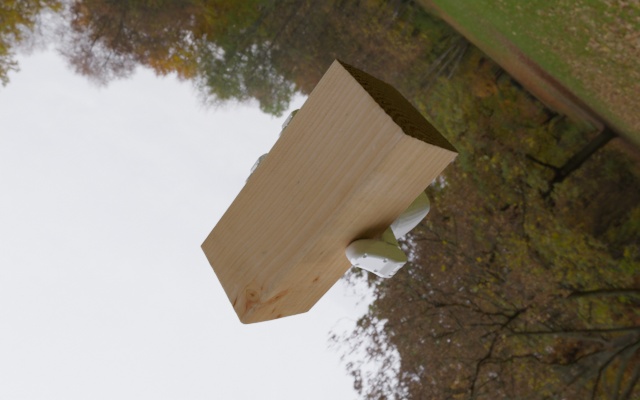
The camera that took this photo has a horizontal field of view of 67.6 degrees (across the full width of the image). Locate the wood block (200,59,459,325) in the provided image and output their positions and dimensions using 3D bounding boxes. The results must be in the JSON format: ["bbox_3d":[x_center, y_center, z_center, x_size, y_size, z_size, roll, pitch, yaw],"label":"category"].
[{"bbox_3d":[0.000,0.002,0.402,0.090,0.206,0.090,5,41,-51],"label":"wood block"}]
